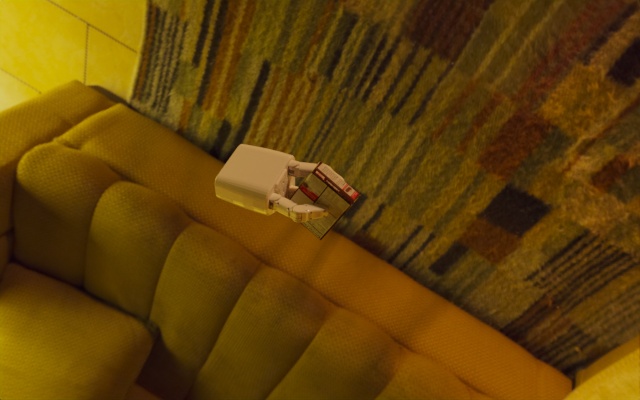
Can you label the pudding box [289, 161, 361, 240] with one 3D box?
[{"bbox_3d":[0.000,0.003,0.817,0.113,0.090,0.039,-50,-1,43],"label":"pudding box"}]
